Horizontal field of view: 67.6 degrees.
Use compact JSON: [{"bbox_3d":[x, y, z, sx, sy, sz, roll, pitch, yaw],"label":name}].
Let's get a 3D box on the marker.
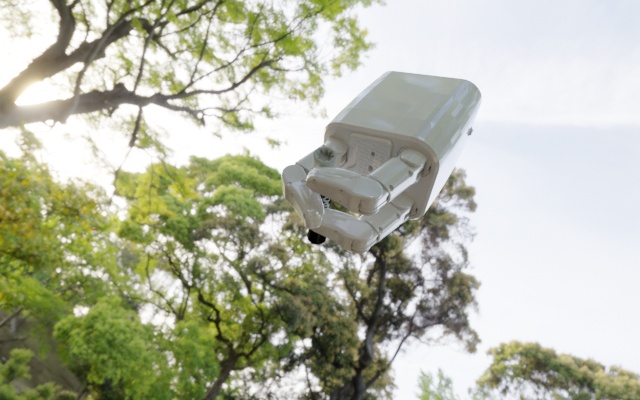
[{"bbox_3d":[0.000,0.001,0.420,0.020,0.020,0.121,0,-38,-4],"label":"marker"}]
